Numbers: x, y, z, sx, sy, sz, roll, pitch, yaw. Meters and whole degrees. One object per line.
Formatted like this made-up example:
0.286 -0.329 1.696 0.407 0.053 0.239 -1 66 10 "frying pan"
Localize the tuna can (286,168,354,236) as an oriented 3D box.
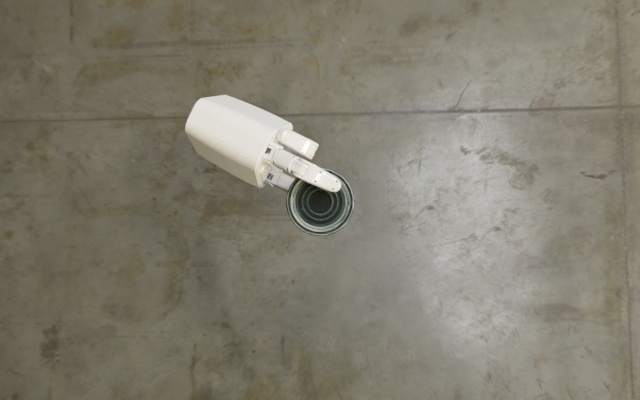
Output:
0.000 0.002 0.599 0.086 0.086 0.034 0 -1 1 "tuna can"
